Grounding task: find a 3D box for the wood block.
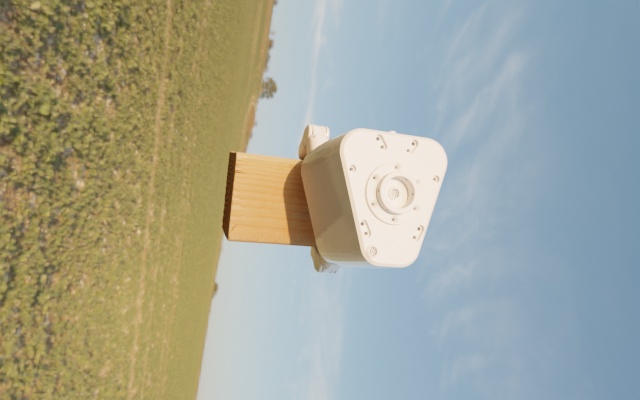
[{"bbox_3d":[0.000,0.002,0.536,0.206,0.091,0.090,6,5,-16],"label":"wood block"}]
